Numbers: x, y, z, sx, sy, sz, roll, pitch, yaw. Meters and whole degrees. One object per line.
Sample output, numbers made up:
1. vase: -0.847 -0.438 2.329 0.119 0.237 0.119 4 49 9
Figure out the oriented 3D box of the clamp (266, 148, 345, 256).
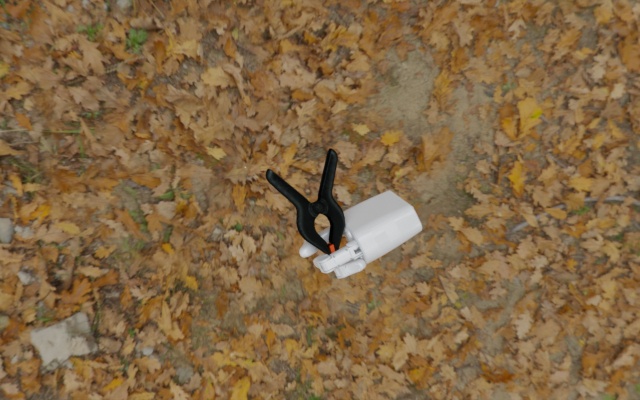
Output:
1. clamp: 0.000 0.003 0.766 0.120 0.171 0.039 -28 8 -6
